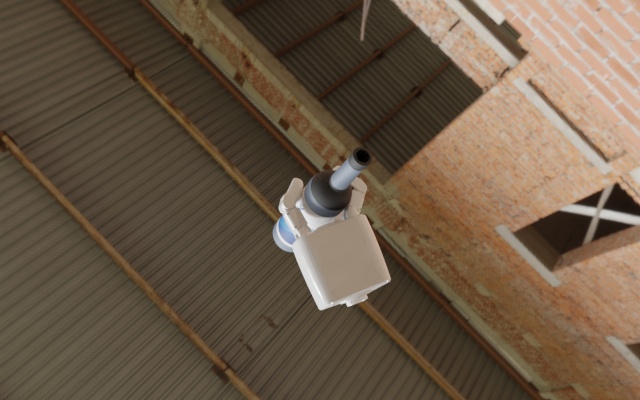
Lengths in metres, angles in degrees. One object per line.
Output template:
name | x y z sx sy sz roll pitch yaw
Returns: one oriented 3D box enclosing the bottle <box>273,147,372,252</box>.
bottle | 0.000 0.002 0.735 0.069 0.069 0.296 0 -24 -24
